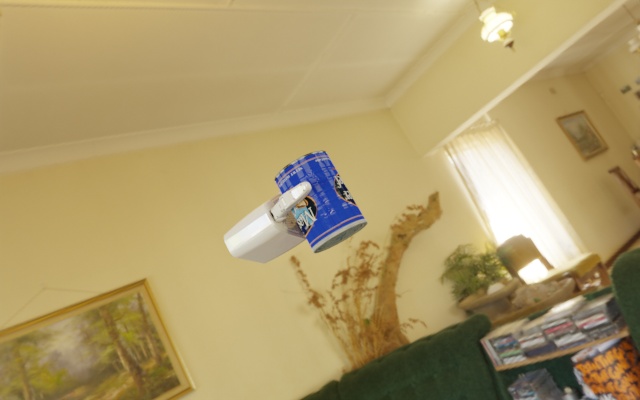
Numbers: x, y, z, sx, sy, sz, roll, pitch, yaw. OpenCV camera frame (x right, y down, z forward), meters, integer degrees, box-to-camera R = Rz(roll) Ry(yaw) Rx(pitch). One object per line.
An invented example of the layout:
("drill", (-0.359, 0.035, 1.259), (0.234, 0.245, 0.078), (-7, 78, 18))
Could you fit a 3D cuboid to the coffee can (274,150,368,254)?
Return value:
("coffee can", (0.000, 0.003, 0.798), (0.103, 0.140, 0.103), (-28, -13, -7))
